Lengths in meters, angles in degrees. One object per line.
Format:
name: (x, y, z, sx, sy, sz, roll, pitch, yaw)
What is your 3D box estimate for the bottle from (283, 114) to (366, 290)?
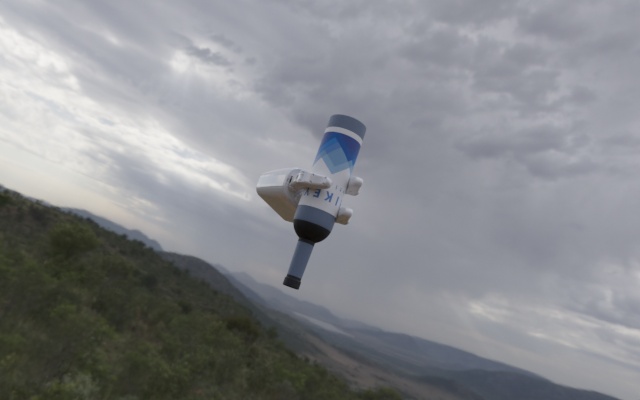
bottle: (0.000, 0.002, 0.791, 0.069, 0.295, 0.069, 18, -13, 4)
